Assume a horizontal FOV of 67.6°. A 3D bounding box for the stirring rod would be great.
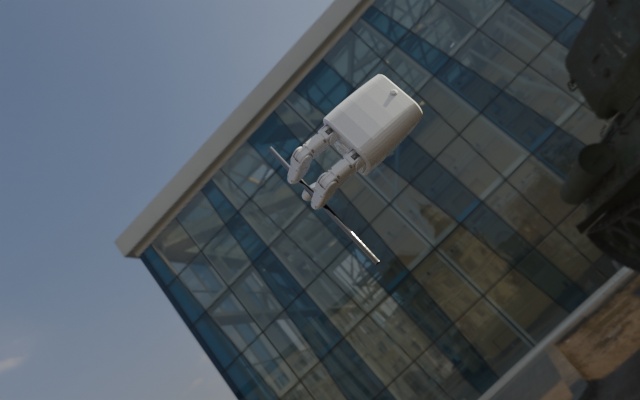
[{"bbox_3d":[0.000,0.002,0.681,0.239,0.011,0.011,47,21,22],"label":"stirring rod"}]
